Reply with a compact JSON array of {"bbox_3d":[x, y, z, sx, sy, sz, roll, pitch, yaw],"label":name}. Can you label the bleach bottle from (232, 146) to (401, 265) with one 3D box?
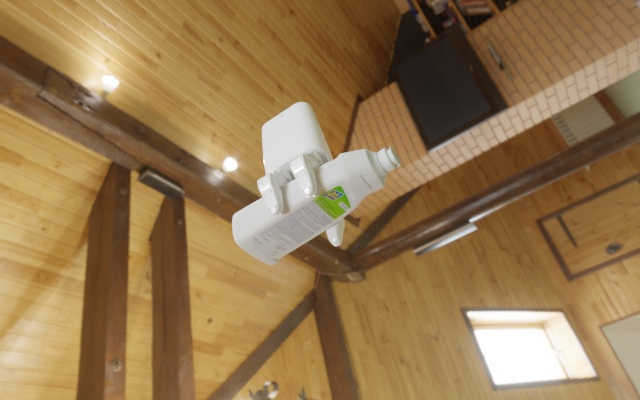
[{"bbox_3d":[0.000,0.002,0.674,0.251,0.068,0.103,-29,-41,20],"label":"bleach bottle"}]
